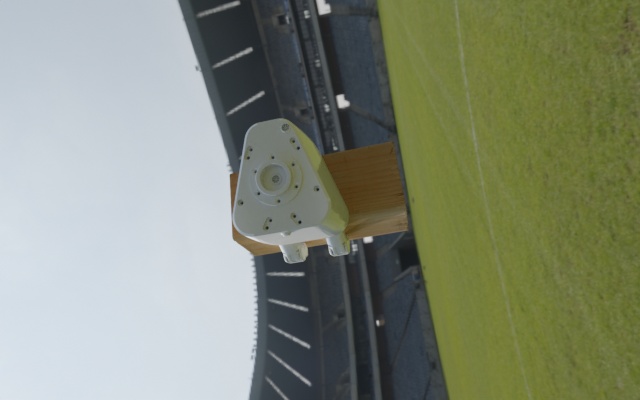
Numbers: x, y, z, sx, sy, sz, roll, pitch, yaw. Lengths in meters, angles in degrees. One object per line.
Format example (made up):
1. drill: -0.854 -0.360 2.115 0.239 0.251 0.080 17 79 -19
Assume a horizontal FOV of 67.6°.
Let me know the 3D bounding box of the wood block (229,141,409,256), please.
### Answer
1. wood block: 0.000 0.002 0.603 0.206 0.090 0.090 -10 -21 9
